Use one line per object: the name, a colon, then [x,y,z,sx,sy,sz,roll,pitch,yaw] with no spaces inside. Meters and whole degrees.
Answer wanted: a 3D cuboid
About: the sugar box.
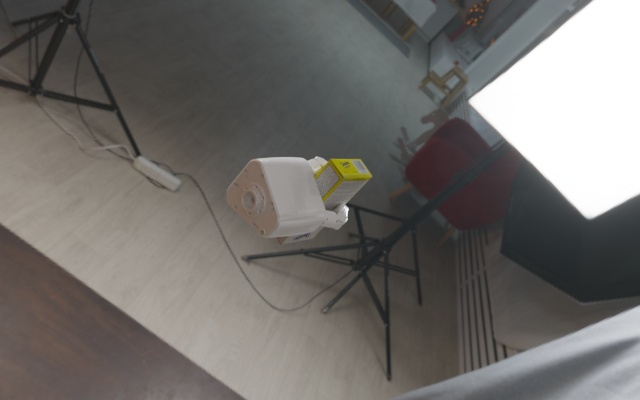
sugar box: [0.000,0.002,0.813,0.176,0.048,0.093,-44,-23,30]
